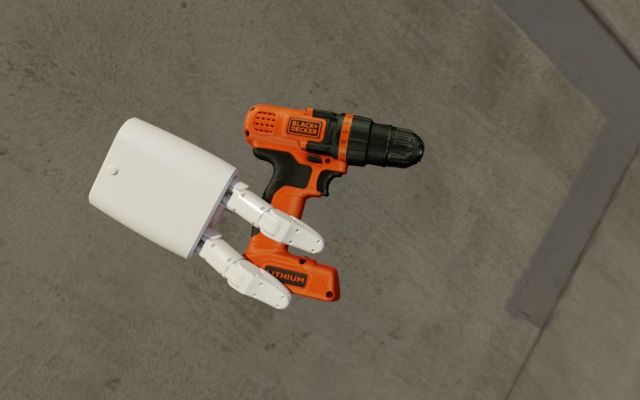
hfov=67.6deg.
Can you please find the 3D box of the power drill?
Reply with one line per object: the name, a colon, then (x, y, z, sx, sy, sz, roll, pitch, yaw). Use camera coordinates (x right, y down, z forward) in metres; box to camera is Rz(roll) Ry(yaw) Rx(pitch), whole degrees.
power drill: (0.000, 0.002, 0.481, 0.184, 0.187, 0.057, 10, -7, 10)
